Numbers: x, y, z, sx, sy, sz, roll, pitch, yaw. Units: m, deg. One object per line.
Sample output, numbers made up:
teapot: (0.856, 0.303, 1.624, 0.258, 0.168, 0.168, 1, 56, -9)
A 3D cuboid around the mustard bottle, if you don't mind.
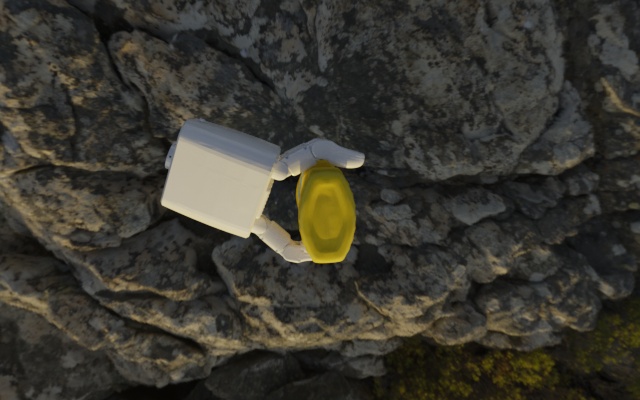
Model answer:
mustard bottle: (0.000, 0.002, 0.563, 0.058, 0.096, 0.191, -4, 10, -4)
